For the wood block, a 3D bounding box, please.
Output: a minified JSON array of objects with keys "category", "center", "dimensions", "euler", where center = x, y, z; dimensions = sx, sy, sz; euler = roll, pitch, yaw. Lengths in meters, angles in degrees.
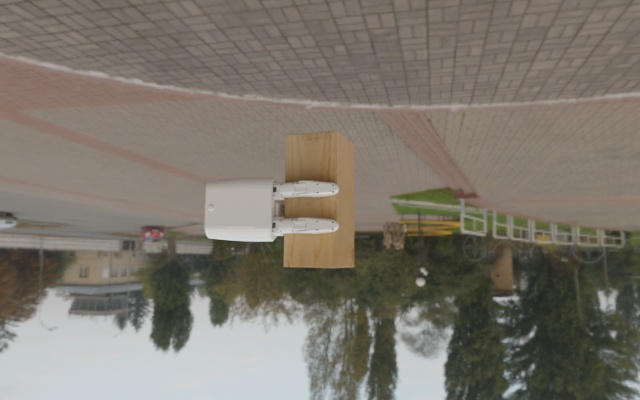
[{"category":"wood block","center":[0.000,0.003,0.762],"dimensions":[0.090,0.206,0.091],"euler":[-2,-7,21]}]
